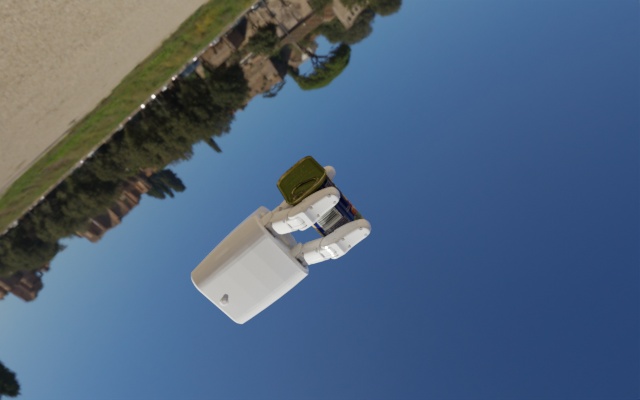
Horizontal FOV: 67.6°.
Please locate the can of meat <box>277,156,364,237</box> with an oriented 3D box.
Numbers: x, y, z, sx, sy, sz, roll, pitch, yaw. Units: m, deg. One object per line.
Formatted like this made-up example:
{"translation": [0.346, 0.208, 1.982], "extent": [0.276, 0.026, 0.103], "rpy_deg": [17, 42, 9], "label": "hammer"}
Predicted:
{"translation": [0.000, 0.002, 0.577], "extent": [0.057, 0.084, 0.102], "rpy_deg": [-41, 23, 1], "label": "can of meat"}
